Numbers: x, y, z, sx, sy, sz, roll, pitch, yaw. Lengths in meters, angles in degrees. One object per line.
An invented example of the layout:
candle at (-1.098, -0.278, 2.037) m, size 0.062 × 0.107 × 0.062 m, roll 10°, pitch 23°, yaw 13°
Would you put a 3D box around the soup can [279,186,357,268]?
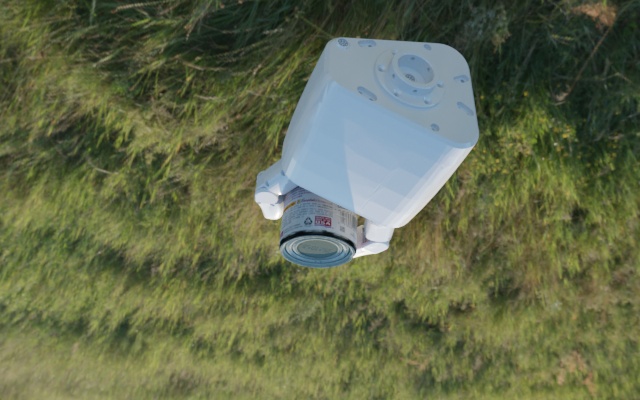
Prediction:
soup can at (0.000, 0.002, 0.433) m, size 0.068 × 0.102 × 0.068 m, roll 2°, pitch -31°, yaw 1°
